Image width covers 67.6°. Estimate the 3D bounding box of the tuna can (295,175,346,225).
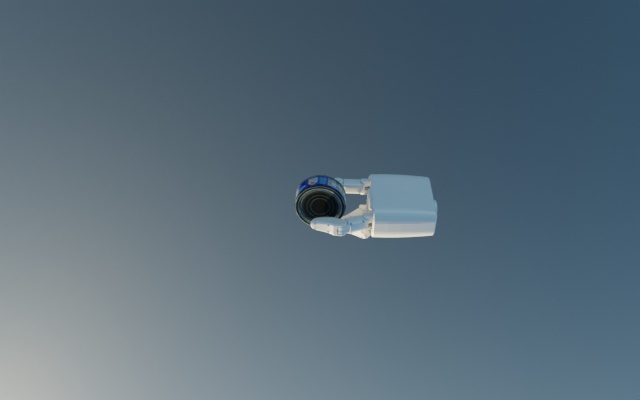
[{"bbox_3d":[0.000,0.003,0.797,0.086,0.086,0.033,0,34,4],"label":"tuna can"}]
